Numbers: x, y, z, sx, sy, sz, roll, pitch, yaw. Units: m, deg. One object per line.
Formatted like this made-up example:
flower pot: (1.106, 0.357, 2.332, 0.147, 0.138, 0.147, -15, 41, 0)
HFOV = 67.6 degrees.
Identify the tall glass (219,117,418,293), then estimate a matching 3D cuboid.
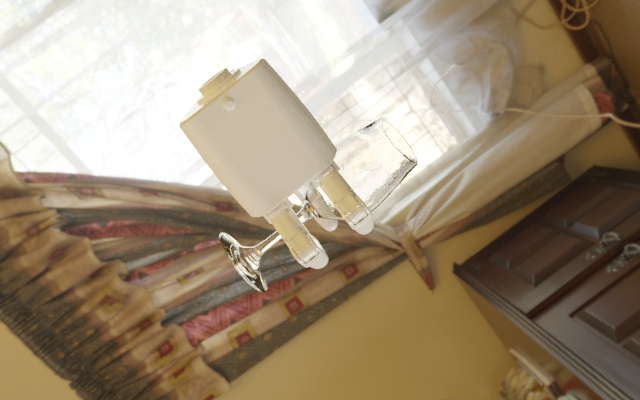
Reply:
tall glass: (0.000, 0.002, 0.479, 0.201, 0.079, 0.079, -38, -1, 1)
